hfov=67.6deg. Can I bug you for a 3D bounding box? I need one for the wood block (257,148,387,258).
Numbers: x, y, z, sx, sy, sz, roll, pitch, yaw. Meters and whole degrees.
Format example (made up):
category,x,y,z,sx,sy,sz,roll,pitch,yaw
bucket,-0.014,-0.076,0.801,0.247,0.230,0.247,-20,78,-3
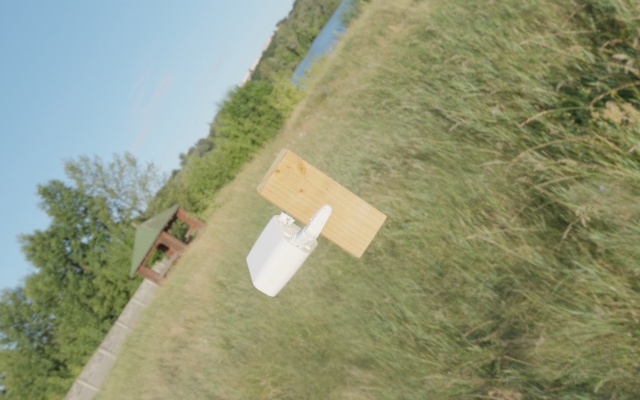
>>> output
category,x,y,z,sx,sy,sz,roll,pitch,yaw
wood block,0.000,0.003,0.839,0.206,0.090,0.091,33,2,-13
